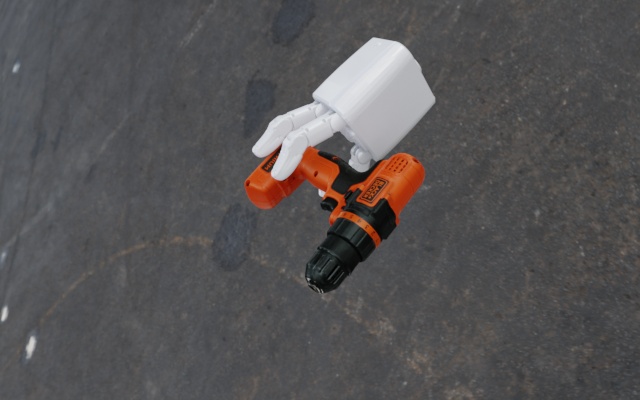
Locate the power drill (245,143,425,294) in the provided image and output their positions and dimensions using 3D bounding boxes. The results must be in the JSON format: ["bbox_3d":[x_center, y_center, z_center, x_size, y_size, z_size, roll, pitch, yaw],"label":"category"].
[{"bbox_3d":[0.000,0.001,0.550,0.187,0.184,0.057,25,-27,37],"label":"power drill"}]
